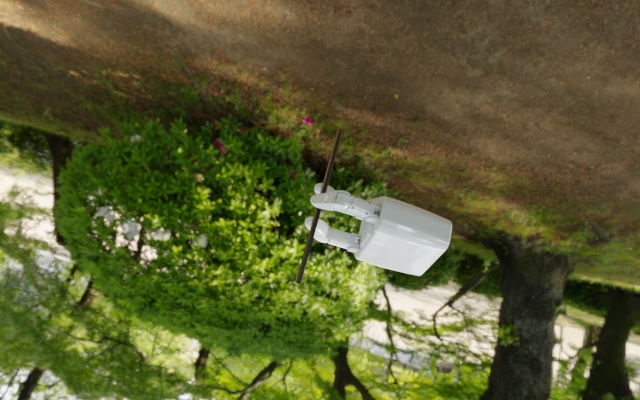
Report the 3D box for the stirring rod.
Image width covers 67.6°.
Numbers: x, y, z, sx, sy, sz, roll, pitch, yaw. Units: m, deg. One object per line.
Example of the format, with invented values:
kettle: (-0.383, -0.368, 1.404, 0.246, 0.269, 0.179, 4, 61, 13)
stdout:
stirring rod: (0.000, 0.002, 0.682, 0.011, 0.239, 0.011, 13, -22, 5)
